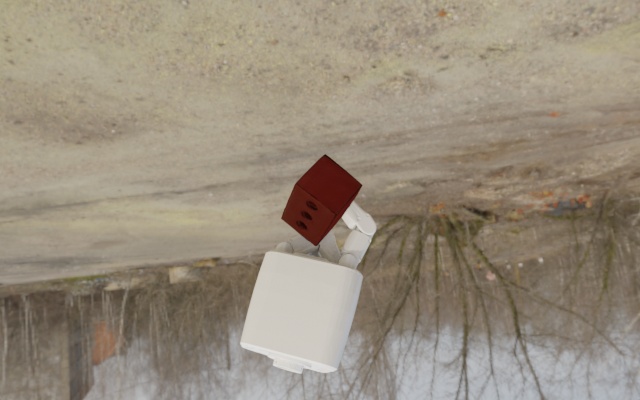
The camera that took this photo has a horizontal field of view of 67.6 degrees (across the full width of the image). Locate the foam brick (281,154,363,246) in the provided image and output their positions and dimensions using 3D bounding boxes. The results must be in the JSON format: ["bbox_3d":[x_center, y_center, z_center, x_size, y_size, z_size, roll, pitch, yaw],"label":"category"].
[{"bbox_3d":[0.000,0.001,0.506,0.051,0.053,0.078,-46,-9,-32],"label":"foam brick"}]
